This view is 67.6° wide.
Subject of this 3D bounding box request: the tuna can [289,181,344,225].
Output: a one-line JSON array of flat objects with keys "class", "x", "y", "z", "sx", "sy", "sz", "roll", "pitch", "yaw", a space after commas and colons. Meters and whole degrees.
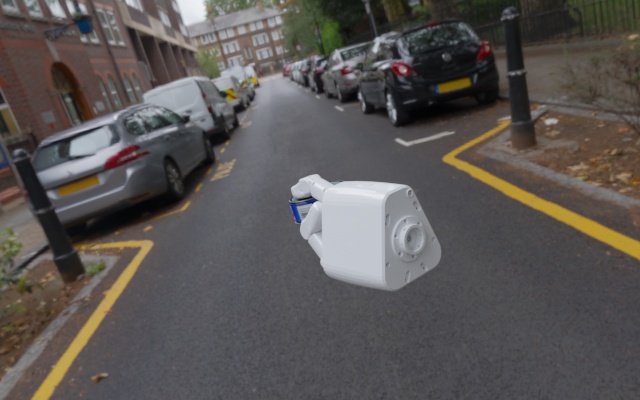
[{"class": "tuna can", "x": 0.000, "y": 0.002, "z": 0.666, "sx": 0.086, "sy": 0.034, "sz": 0.086, "roll": -18, "pitch": 12, "yaw": 4}]
